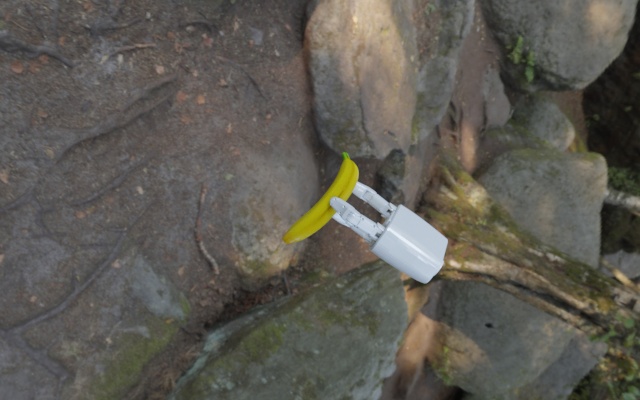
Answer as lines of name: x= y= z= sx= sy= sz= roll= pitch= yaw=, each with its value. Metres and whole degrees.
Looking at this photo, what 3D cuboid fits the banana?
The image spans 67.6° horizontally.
banana: x=0.010 y=0.002 z=0.829 sx=0.037 sy=0.197 sz=0.069 roll=42 pitch=-12 yaw=-25
